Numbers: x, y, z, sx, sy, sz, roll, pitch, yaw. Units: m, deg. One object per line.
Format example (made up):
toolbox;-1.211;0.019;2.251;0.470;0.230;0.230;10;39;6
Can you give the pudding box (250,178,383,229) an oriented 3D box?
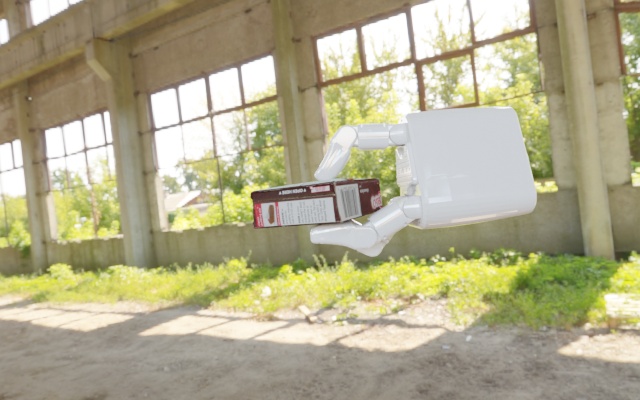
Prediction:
pudding box;0.000;0.001;0.464;0.090;0.039;0.113;-6;0;26
